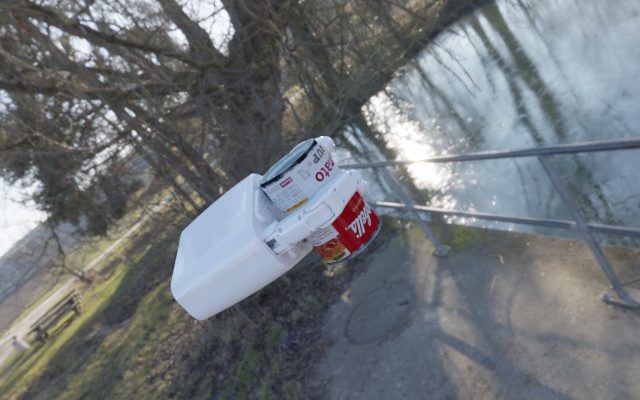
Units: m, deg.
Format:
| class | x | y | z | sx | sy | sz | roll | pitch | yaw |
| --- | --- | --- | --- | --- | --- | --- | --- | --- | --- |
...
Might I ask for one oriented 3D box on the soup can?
| class | x | y | z | sx | sy | sz | roll | pitch | yaw |
| --- | --- | --- | --- | --- | --- | --- | --- | --- | --- |
| soup can | 0.000 | 0.001 | 0.448 | 0.068 | 0.102 | 0.068 | -37 | 15 | 12 |
